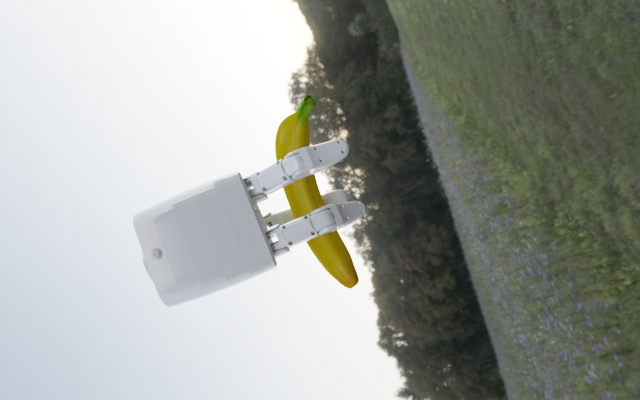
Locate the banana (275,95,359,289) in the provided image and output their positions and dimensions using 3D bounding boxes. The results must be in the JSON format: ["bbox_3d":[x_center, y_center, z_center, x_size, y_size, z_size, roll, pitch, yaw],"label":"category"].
[{"bbox_3d":[-0.010,-0.003,0.491,0.037,0.198,0.069,-22,14,-25],"label":"banana"}]
